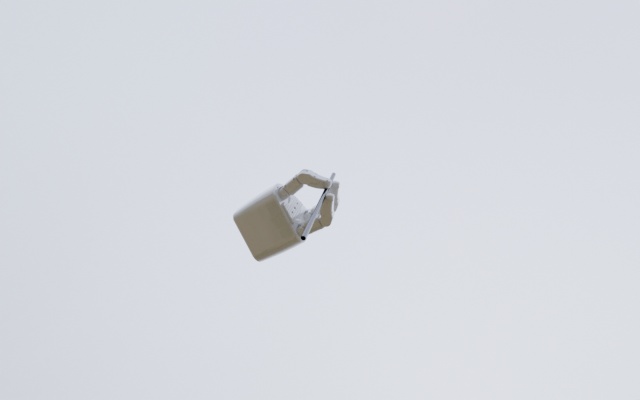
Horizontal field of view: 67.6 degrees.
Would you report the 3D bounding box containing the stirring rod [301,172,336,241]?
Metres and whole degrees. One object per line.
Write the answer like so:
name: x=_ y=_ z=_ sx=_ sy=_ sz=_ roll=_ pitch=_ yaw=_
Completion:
stirring rod: x=0.000 y=0.003 z=0.788 sx=0.011 sy=0.011 sz=0.239 roll=0 pitch=25 yaw=13
